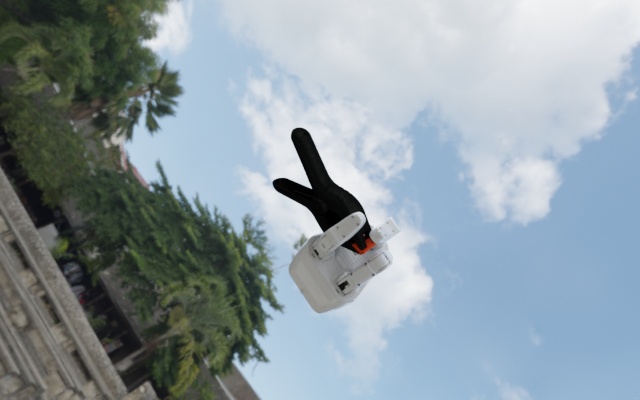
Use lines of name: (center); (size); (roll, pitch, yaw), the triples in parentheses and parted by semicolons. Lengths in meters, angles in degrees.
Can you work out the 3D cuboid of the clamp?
clamp: (0.001, 0.002, 0.610); (0.039, 0.171, 0.120); (-30, -10, -28)
